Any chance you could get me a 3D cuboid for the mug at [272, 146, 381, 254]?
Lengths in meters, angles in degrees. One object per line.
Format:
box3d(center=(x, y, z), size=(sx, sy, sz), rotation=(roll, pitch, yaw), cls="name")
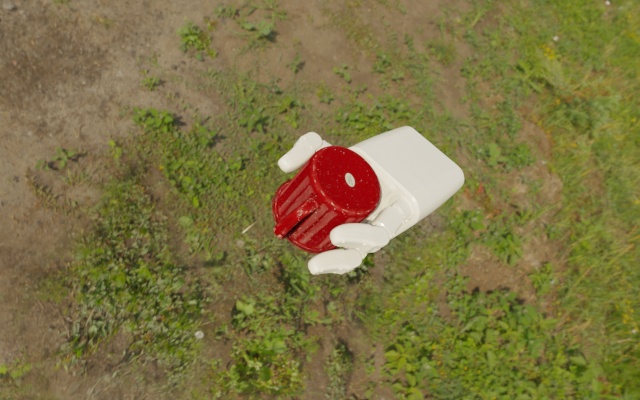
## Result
box3d(center=(-0.001, 0.002, 0.484), size=(0.117, 0.093, 0.081), rotation=(-29, -10, -40), cls="mug")
